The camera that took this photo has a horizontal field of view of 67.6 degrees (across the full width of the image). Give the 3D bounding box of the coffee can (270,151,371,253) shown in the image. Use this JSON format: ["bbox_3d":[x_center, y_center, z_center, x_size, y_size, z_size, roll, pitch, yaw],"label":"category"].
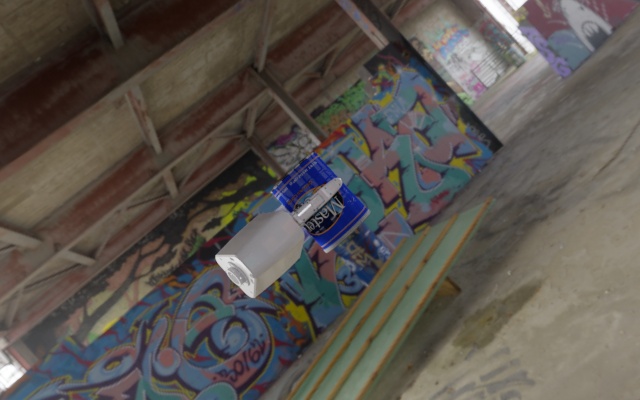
[{"bbox_3d":[0.000,0.003,0.805,0.103,0.140,0.103,-43,0,0],"label":"coffee can"}]
